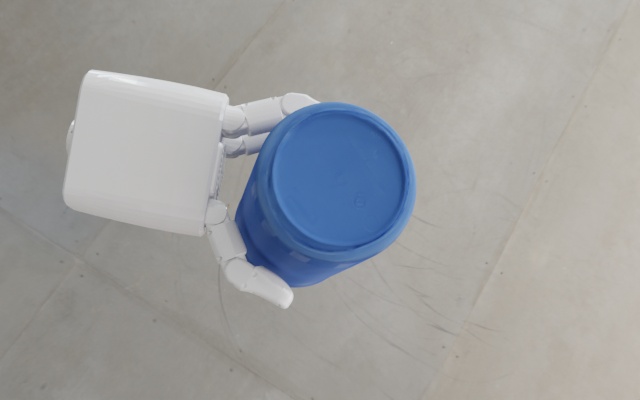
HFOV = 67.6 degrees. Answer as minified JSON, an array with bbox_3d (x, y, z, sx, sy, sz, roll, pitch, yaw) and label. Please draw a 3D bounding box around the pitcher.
[{"bbox_3d":[0.000,0.001,0.419,0.145,0.149,0.243,13,-13,-8],"label":"pitcher"}]
